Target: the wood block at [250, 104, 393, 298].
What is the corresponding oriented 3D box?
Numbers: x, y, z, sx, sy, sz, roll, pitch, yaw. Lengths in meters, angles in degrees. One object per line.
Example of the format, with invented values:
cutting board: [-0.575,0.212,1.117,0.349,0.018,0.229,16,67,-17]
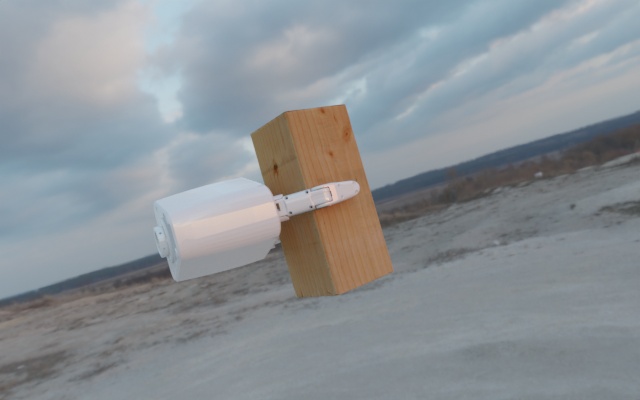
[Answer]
wood block: [0.000,0.002,0.569,0.090,0.206,0.091,-15,-2,-37]
